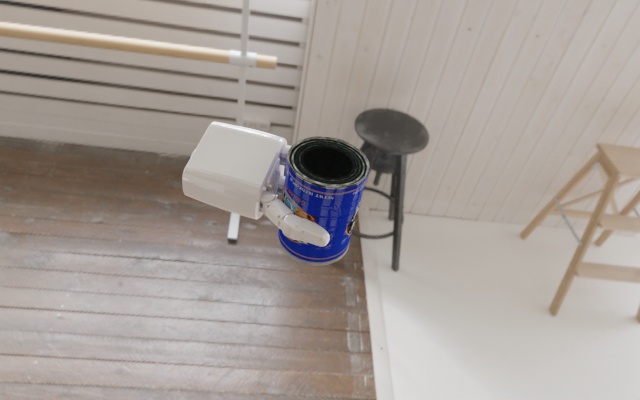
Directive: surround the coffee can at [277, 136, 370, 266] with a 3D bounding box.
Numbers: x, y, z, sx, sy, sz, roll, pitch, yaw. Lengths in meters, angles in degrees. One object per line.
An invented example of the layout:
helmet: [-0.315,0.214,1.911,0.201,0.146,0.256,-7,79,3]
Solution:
coffee can: [0.000,0.002,0.630,0.103,0.140,0.102,6,42,-6]
